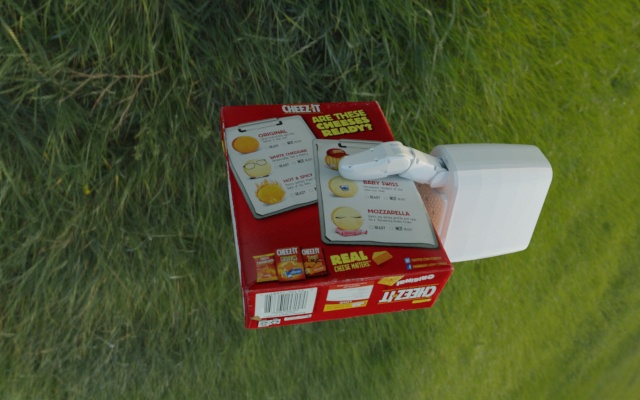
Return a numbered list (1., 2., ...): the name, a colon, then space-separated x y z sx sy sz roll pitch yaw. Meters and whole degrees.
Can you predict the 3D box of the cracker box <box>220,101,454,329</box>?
1. cracker box: 0.000 0.001 0.438 0.164 0.213 0.072 -4 -41 -14
